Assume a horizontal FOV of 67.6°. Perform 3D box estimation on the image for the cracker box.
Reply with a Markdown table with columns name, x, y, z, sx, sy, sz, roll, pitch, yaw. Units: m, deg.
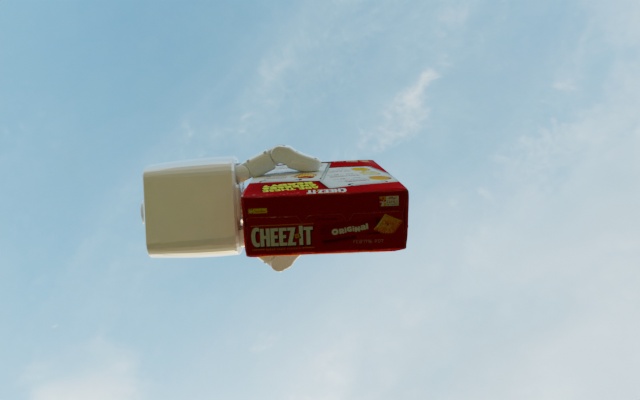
| name | x | y | z | sx | sy | sz | roll | pitch | yaw |
| --- | --- | --- | --- | --- | --- | --- | --- | --- | --- |
| cracker box | 0.000 | 0.002 | 0.566 | 0.164 | 0.072 | 0.213 | -3 | 13 | -2 |
